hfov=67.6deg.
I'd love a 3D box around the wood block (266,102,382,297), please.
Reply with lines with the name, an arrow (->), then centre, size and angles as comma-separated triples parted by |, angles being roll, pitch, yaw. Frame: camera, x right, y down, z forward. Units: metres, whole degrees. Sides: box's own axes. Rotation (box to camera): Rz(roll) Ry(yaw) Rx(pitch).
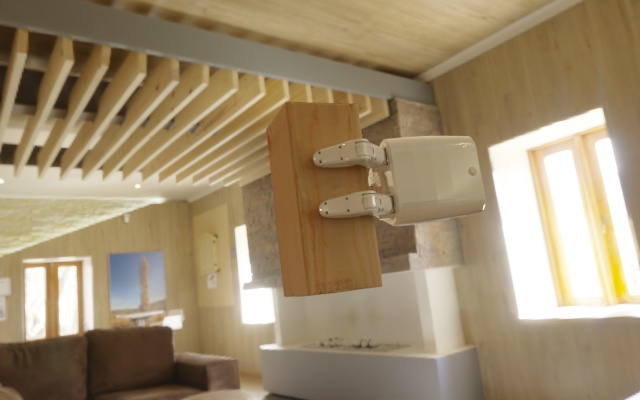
wood block -> 0.000, 0.002, 0.550 | 0.090, 0.206, 0.091 | -3, -10, -21
